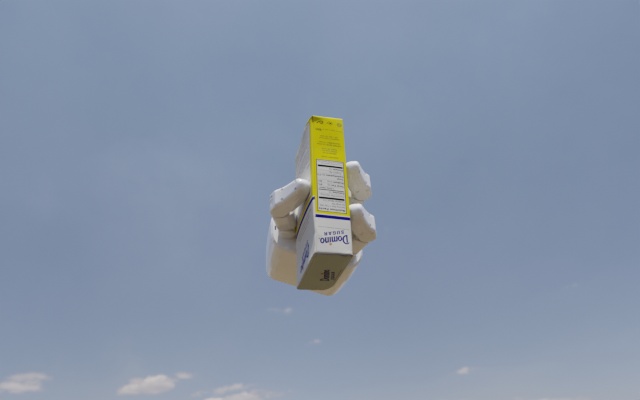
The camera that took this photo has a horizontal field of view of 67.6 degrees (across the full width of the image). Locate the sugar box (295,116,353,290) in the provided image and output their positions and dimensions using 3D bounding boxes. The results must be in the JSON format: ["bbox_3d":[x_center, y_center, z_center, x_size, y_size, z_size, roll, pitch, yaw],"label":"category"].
[{"bbox_3d":[0.001,0.002,0.533,0.048,0.176,0.093,3,-32,-14],"label":"sugar box"}]
